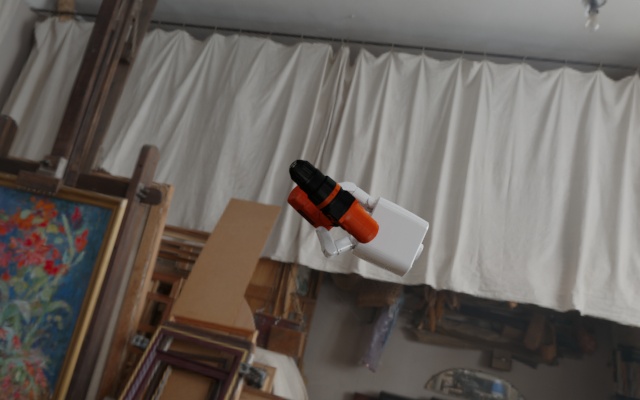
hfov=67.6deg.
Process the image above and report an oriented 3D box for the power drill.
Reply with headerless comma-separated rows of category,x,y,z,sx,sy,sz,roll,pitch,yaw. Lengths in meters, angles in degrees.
power drill,0.000,0.003,0.843,0.184,0.057,0.187,44,-11,-13
